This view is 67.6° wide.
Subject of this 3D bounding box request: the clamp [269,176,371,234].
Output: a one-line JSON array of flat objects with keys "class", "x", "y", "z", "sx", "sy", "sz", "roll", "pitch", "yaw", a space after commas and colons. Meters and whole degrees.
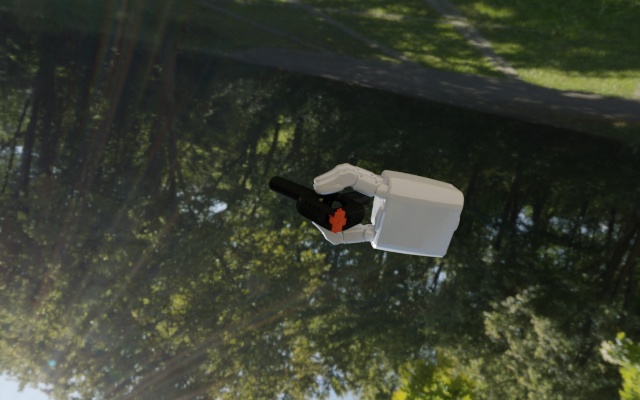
[{"class": "clamp", "x": 0.000, "y": 0.003, "z": 0.683, "sx": 0.164, "sy": 0.036, "sz": 0.210, "roll": 9, "pitch": 12, "yaw": -2}]
